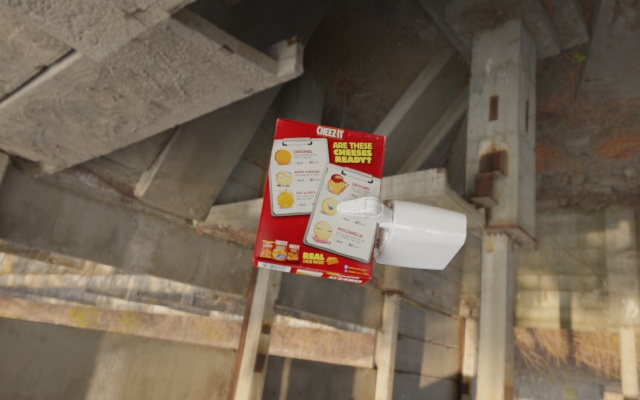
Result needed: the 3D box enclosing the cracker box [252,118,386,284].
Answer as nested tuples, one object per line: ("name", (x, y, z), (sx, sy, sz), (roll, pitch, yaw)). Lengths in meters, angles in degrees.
("cracker box", (0.000, 0.002, 0.694), (0.164, 0.213, 0.072), (9, -18, -4))
